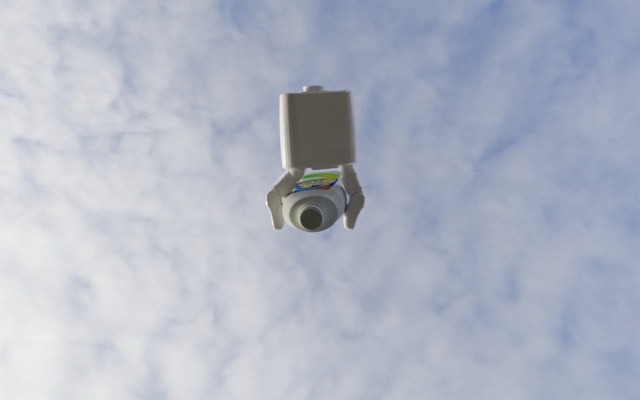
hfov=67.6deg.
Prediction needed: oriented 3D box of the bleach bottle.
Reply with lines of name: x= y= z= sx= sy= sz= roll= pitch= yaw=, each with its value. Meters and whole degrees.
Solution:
bleach bottle: x=0.000 y=0.002 z=0.718 sx=0.102 sy=0.068 sz=0.251 roll=-3 pitch=9 yaw=2
